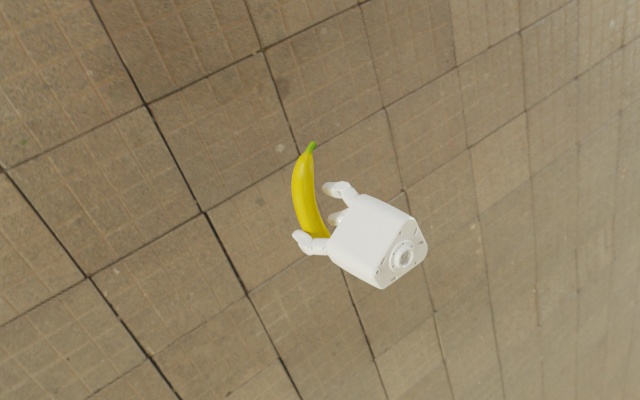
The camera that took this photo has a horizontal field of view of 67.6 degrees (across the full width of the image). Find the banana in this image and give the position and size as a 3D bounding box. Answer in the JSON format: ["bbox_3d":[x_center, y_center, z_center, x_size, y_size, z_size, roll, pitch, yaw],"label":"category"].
[{"bbox_3d":[-0.014,0.006,0.798,0.069,0.198,0.037,-25,29,-34],"label":"banana"}]
